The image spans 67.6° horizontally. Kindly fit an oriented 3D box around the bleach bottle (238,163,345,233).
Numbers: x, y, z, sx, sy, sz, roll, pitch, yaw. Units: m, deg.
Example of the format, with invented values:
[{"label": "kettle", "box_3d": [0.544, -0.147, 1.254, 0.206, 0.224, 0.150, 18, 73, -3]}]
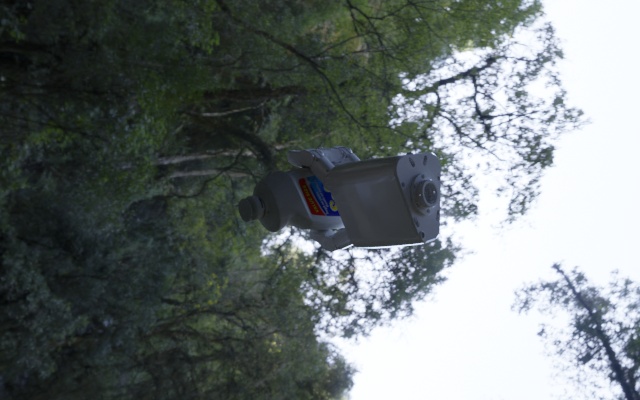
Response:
[{"label": "bleach bottle", "box_3d": [0.000, 0.002, 0.663, 0.251, 0.102, 0.068, -11, 2, -43]}]
